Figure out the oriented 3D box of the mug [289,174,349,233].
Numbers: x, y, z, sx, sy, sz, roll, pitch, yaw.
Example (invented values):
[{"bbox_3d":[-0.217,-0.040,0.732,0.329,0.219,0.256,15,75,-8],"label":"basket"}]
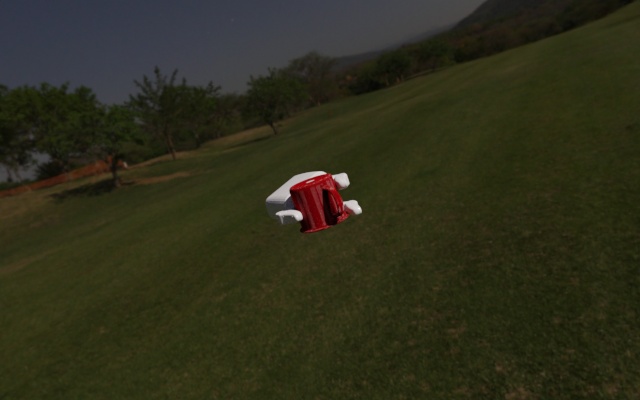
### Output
[{"bbox_3d":[0.001,0.003,0.838,0.093,0.081,0.117,-25,12,-28],"label":"mug"}]
